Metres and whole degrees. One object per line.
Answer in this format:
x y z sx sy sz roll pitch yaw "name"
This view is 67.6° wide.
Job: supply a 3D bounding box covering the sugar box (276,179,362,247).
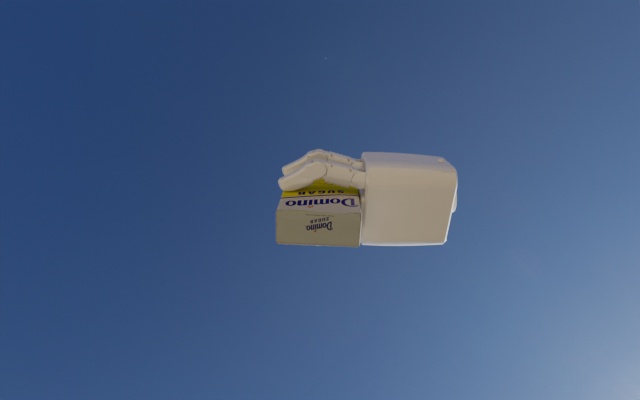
0.000 0.001 0.588 0.093 0.048 0.176 2 17 0 "sugar box"
